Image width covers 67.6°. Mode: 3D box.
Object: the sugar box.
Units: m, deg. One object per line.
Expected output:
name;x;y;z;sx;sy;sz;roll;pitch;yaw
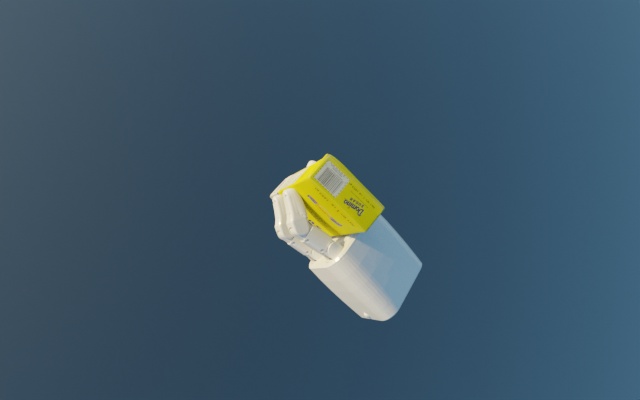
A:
sugar box;0.000;0.002;0.612;0.093;0.048;0.176;45;-21;-9
